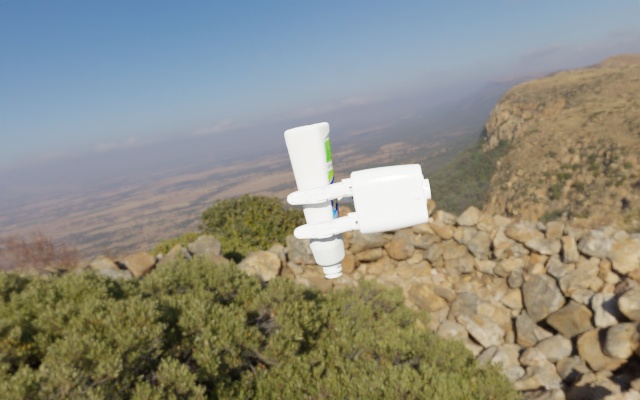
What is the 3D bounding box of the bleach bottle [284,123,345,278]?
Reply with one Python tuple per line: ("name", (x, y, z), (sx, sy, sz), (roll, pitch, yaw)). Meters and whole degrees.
("bleach bottle", (0.000, 0.003, 0.788), (0.068, 0.251, 0.102), (-9, 11, 11))
